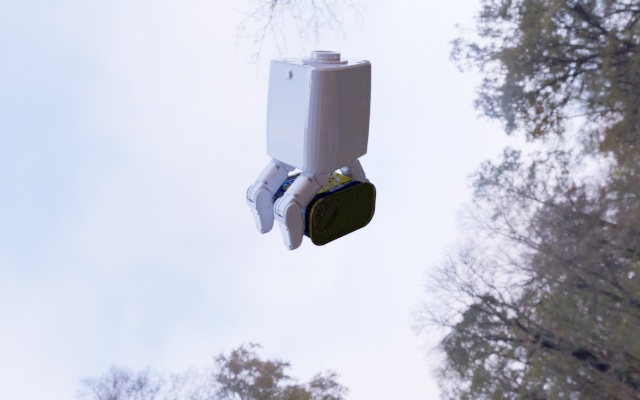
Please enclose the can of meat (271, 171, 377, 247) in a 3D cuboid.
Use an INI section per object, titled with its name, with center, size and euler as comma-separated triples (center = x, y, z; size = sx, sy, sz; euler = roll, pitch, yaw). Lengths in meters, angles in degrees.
[can of meat]
center = 0.000, 0.002, 0.557
size = 0.102, 0.057, 0.084
euler = -21, 32, -38
